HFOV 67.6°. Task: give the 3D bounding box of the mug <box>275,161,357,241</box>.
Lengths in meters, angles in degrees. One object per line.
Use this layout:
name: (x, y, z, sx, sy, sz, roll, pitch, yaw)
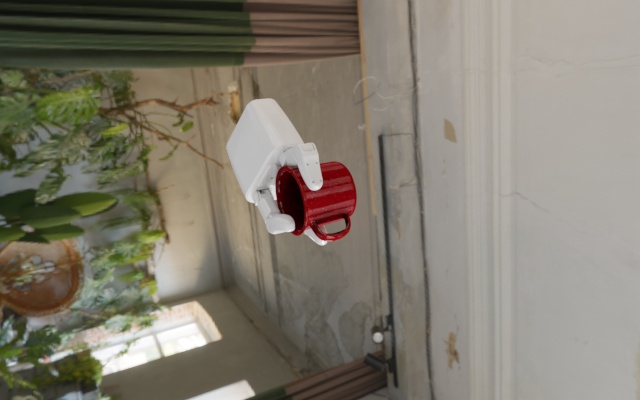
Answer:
mug: (0.001, 0.003, 0.633, 0.081, 0.117, 0.093, -13, -34, -26)
